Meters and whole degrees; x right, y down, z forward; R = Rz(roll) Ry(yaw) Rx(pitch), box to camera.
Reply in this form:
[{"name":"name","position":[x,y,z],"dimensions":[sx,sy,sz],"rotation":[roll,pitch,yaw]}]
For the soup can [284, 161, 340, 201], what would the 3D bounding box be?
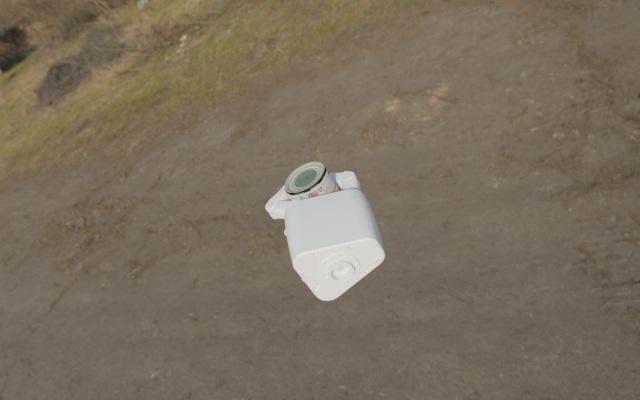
[{"name":"soup can","position":[0.000,0.002,0.696],"dimensions":[0.068,0.068,0.102],"rotation":[0,-44,40]}]
